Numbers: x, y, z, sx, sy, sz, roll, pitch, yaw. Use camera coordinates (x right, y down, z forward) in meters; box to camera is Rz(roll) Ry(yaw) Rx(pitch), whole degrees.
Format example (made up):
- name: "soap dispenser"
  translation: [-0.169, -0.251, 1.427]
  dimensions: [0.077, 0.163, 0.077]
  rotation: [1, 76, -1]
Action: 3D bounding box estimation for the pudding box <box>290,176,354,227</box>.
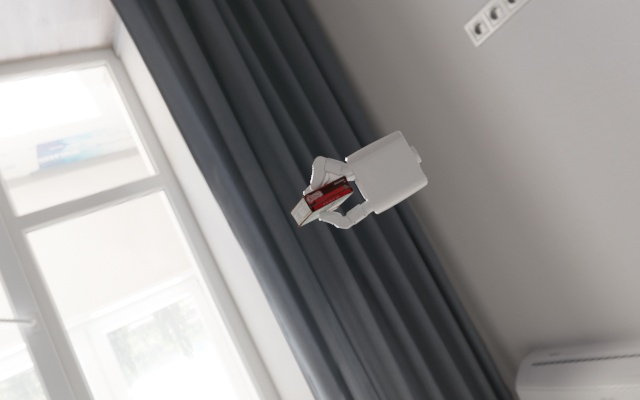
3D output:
- name: "pudding box"
  translation: [0.000, 0.003, 0.871]
  dimensions: [0.090, 0.039, 0.113]
  rotation: [-26, -10, -21]
